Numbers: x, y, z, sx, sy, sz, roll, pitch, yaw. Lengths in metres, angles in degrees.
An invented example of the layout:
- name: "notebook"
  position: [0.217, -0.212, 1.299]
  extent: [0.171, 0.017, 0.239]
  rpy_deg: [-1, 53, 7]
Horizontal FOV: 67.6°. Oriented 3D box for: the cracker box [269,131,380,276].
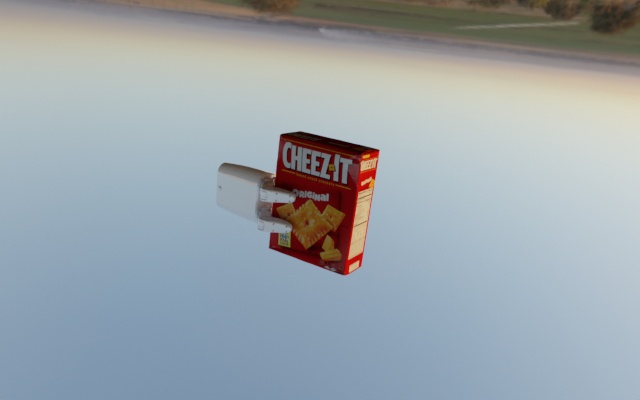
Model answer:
- name: "cracker box"
  position: [0.000, 0.003, 0.821]
  extent: [0.164, 0.214, 0.072]
  rpy_deg: [17, 20, 29]
